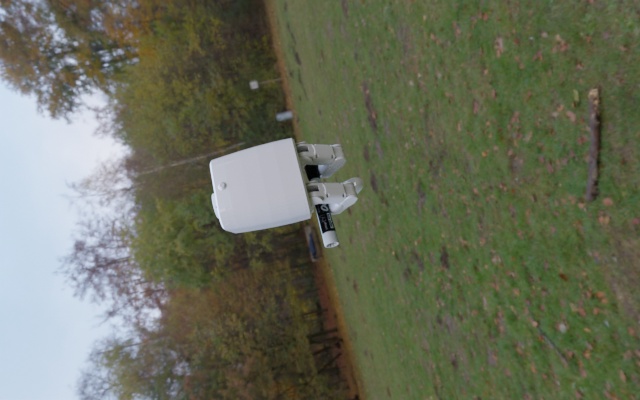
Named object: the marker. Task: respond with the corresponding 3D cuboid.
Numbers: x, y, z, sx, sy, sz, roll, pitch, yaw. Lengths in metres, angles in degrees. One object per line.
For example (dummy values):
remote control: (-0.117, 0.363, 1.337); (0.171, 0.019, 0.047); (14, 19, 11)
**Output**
marker: (0.000, 0.002, 0.615); (0.020, 0.121, 0.020); (-12, -24, -6)
